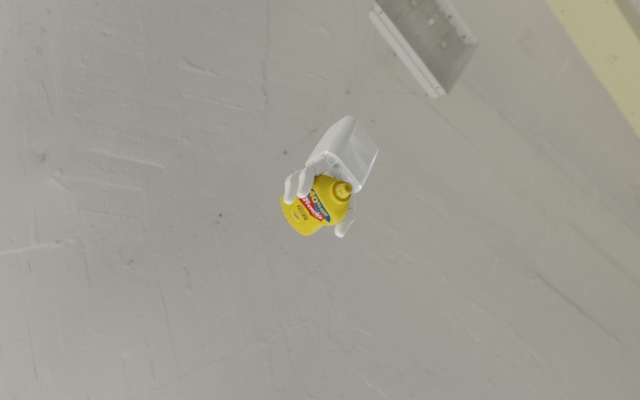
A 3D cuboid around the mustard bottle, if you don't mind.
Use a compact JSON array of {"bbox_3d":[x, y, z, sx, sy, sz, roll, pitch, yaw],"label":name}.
[{"bbox_3d":[0.000,0.003,0.887,0.058,0.096,0.192,-33,3,-34],"label":"mustard bottle"}]
